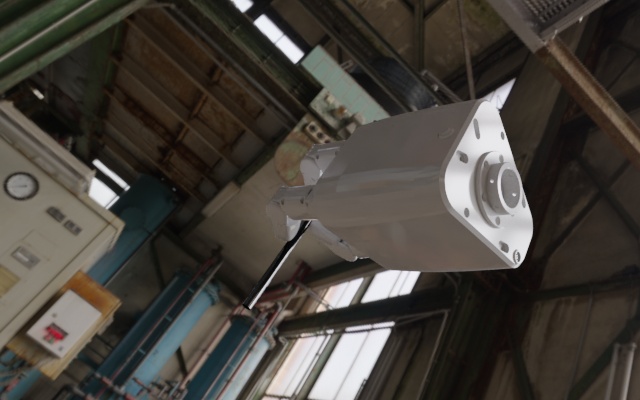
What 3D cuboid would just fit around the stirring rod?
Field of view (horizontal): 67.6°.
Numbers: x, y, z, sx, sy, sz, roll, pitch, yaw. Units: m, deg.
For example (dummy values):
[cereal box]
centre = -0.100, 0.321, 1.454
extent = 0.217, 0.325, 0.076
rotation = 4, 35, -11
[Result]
[stirring rod]
centre = 0.000, 0.002, 0.443
extent = 0.011, 0.011, 0.239
rotation = 0, 44, 43
